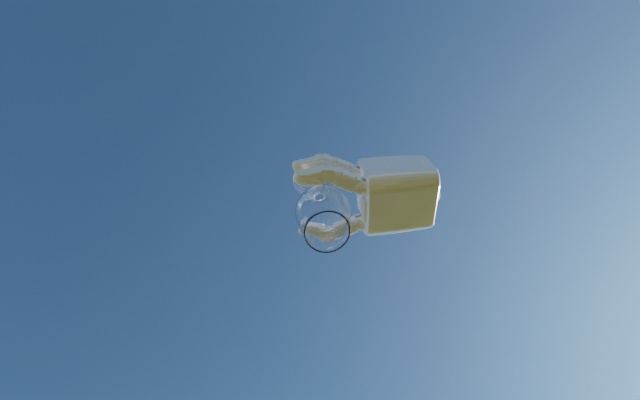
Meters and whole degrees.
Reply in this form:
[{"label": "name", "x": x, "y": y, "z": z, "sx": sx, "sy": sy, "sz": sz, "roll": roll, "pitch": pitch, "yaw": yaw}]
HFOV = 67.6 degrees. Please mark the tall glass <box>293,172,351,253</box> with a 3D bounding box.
[{"label": "tall glass", "x": 0.000, "y": 0.002, "z": 0.711, "sx": 0.079, "sy": 0.079, "sz": 0.201, "roll": 0, "pitch": 23, "yaw": -5}]
